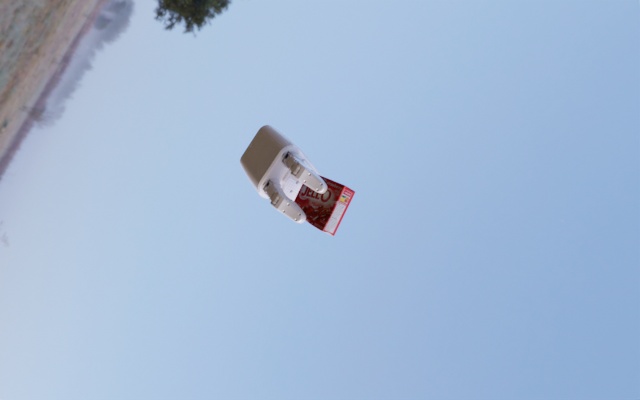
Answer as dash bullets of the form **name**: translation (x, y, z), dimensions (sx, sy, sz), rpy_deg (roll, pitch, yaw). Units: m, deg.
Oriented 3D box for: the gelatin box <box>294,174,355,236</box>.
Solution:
- **gelatin box**: translation (0.001, 0.003, 0.712), dimensions (0.030, 0.073, 0.089), rpy_deg (27, 0, -43)
